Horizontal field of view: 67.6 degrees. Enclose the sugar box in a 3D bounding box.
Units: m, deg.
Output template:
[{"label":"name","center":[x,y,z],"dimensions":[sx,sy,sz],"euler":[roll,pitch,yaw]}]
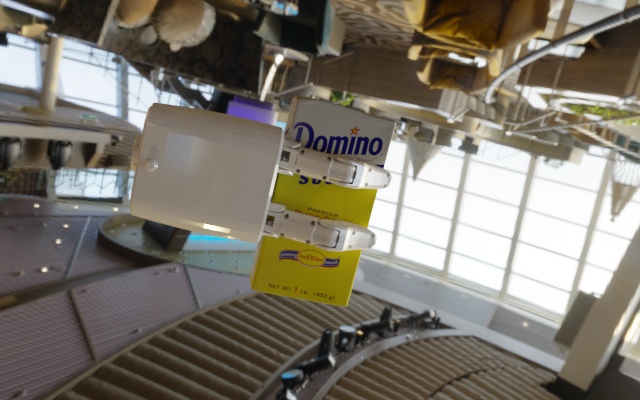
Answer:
[{"label":"sugar box","center":[0.000,0.002,0.436],"dimensions":[0.093,0.176,0.048],"euler":[12,9,-13]}]
